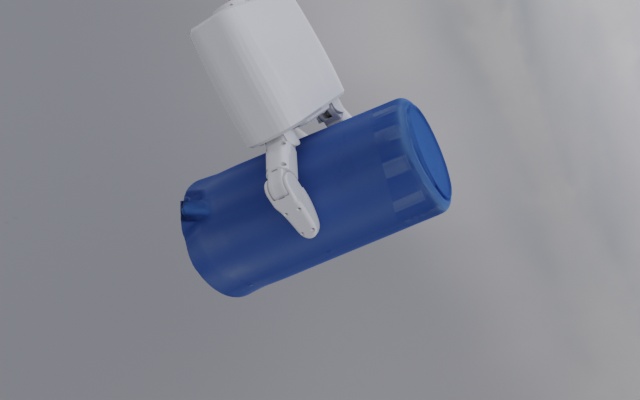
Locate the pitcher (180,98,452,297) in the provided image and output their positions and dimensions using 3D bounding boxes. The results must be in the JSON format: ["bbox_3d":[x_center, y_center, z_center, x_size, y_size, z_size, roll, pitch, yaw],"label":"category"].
[{"bbox_3d":[0.000,0.001,0.472,0.243,0.145,0.149,-22,16,25],"label":"pitcher"}]
